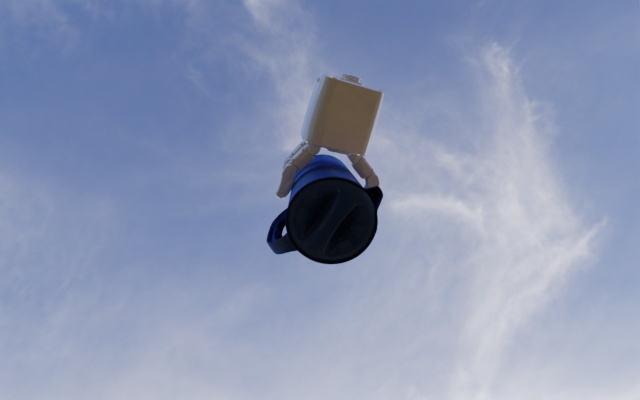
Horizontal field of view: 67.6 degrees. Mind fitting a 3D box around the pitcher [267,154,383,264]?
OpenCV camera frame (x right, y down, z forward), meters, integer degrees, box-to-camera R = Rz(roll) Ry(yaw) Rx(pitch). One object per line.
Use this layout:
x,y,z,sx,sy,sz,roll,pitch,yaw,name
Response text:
0.000,0.002,0.789,0.149,0.145,0.242,13,15,-7,pitcher
